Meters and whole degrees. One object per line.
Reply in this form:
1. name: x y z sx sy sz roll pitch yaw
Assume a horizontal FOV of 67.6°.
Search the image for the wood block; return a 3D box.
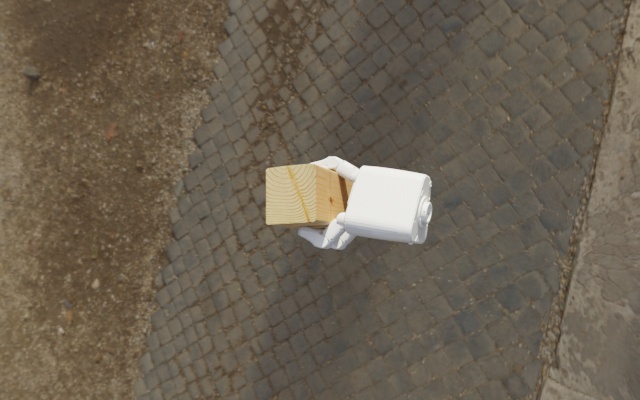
1. wood block: 0.000 0.002 0.812 0.090 0.091 0.206 -4 -9 26
